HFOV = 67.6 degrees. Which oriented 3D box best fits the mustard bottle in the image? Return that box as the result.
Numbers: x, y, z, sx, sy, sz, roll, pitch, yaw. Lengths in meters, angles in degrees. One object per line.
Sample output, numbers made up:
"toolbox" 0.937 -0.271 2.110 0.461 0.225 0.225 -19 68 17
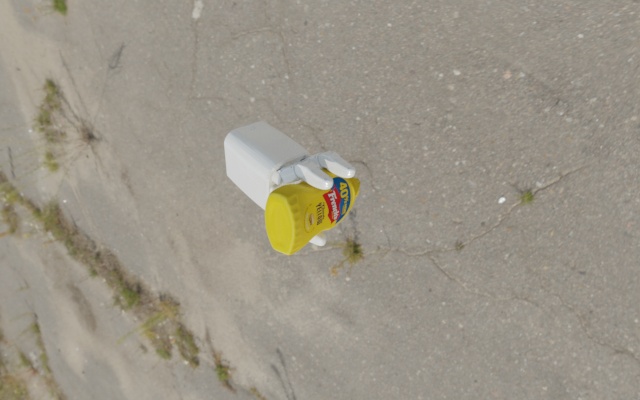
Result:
"mustard bottle" 0.000 0.003 0.727 0.058 0.096 0.191 15 29 35
